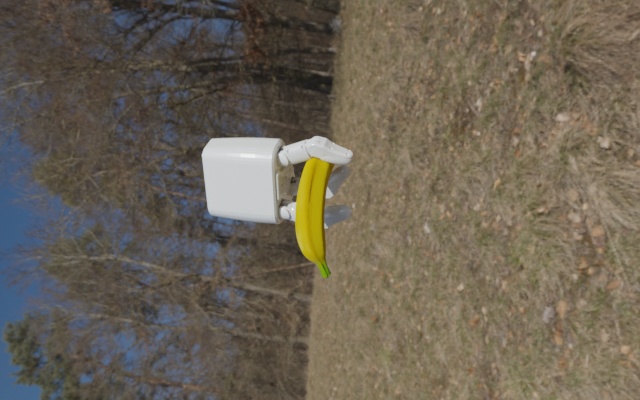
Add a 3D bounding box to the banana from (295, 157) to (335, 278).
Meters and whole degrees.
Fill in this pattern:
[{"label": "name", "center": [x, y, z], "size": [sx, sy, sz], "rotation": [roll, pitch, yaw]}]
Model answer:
[{"label": "banana", "center": [-0.005, -0.004, 0.618], "size": [0.037, 0.197, 0.070], "rotation": [-4, -30, 17]}]
